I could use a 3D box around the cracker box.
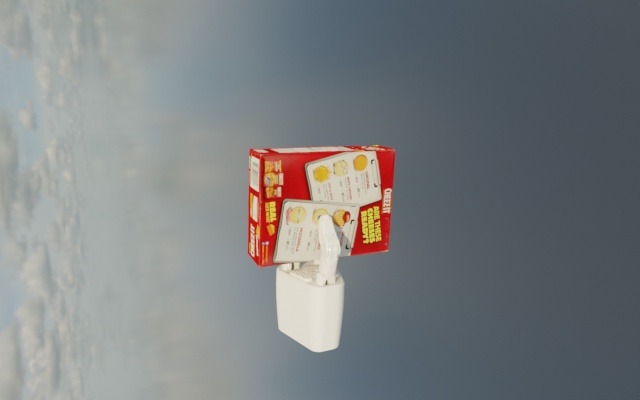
[{"bbox_3d":[0.000,0.002,0.717,0.213,0.164,0.072,-5,16,-24],"label":"cracker box"}]
